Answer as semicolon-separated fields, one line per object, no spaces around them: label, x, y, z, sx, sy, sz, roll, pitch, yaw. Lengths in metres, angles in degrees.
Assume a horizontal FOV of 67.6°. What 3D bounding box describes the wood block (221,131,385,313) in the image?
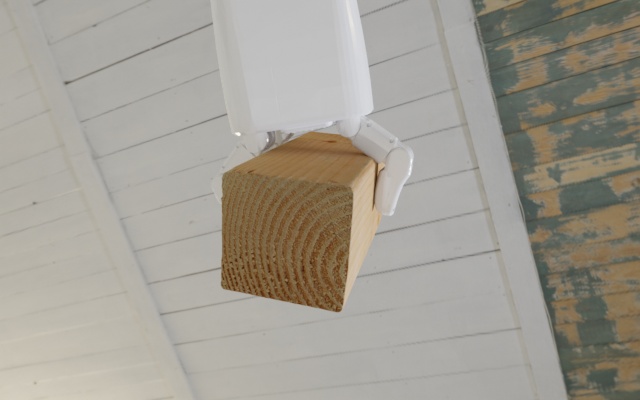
wood block;0.000;0.001;0.410;0.091;0.090;0.206;8;17;13
